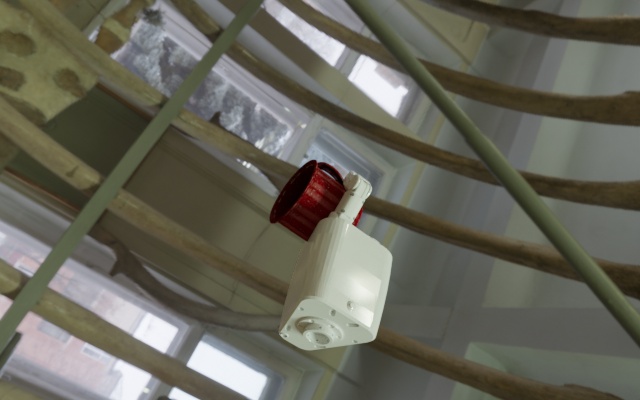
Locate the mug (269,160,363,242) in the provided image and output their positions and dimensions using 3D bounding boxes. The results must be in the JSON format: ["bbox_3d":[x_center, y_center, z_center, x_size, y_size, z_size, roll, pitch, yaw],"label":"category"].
[{"bbox_3d":[0.001,0.001,0.596,0.081,0.117,0.093,36,-44,-18],"label":"mug"}]
